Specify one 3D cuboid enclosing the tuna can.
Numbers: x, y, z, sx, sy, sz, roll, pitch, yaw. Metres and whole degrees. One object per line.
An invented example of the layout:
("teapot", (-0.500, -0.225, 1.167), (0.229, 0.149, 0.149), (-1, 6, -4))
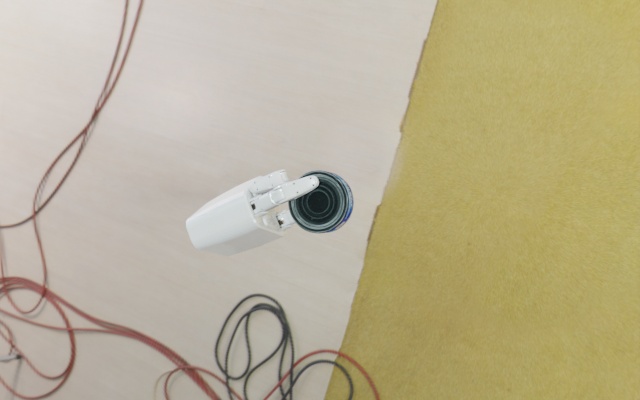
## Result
("tuna can", (0.000, 0.002, 0.649), (0.086, 0.086, 0.034), (0, -1, 15))
